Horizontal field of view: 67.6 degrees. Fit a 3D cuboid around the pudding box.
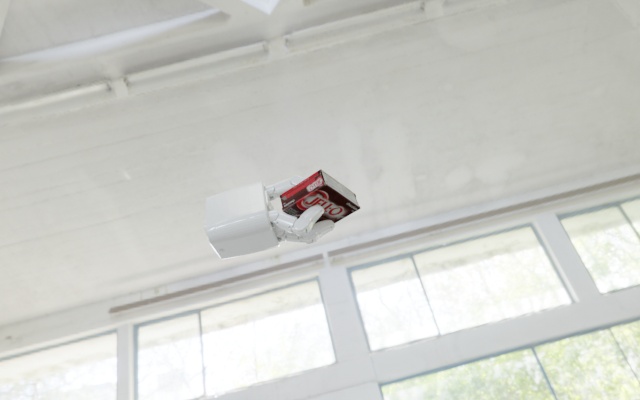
[{"bbox_3d":[0.000,0.003,0.810,0.090,0.039,0.113,-31,-35,23],"label":"pudding box"}]
